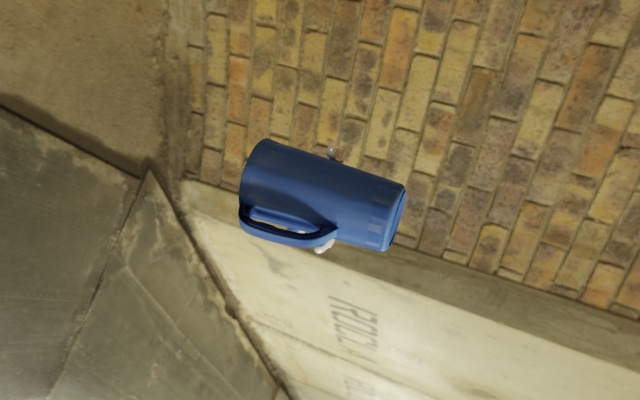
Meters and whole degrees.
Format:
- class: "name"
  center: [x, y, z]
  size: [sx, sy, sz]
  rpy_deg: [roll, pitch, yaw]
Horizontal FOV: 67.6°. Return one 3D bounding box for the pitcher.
- class: "pitcher"
  center: [0.000, 0.002, 0.745]
  size: [0.243, 0.149, 0.145]
  rpy_deg: [17, 3, 14]
